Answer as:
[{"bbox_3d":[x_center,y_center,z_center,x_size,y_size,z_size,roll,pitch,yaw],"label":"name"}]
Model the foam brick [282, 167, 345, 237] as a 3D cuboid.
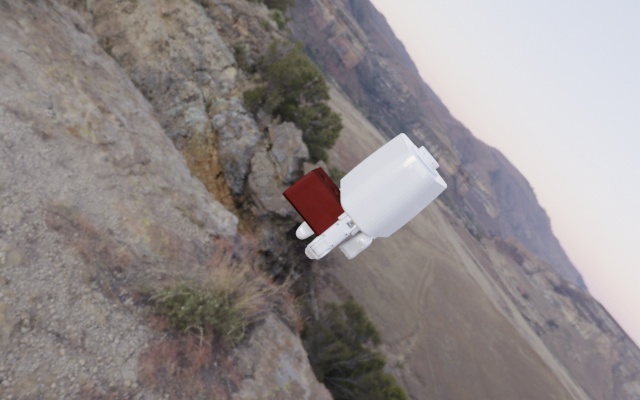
[{"bbox_3d":[0.000,0.002,0.620,0.051,0.078,0.053,-40,-2,17],"label":"foam brick"}]
